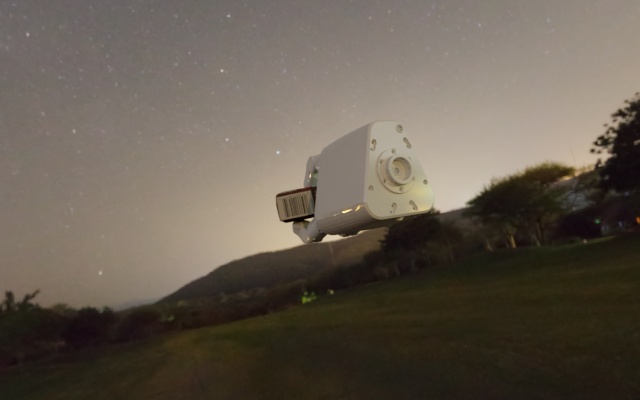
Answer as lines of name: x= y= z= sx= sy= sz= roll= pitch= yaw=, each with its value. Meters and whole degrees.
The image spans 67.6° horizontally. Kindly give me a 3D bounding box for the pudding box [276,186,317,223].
pudding box: x=0.000 y=0.002 z=0.641 sx=0.113 sy=0.039 sz=0.090 roll=-10 pitch=-5 yaw=-1
